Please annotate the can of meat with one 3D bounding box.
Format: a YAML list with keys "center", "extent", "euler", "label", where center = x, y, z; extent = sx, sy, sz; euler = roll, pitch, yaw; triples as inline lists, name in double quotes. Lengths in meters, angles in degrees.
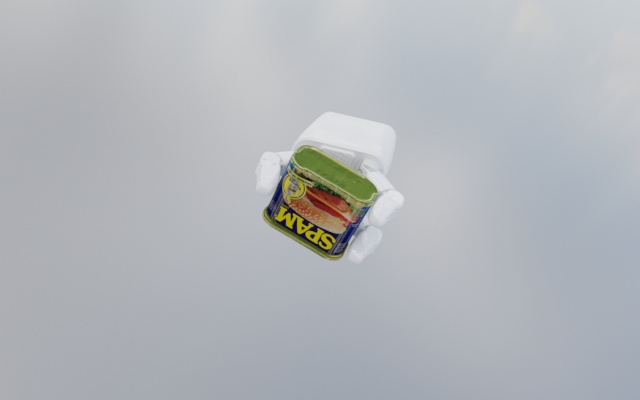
- center: [0.000, 0.001, 0.511]
  extent: [0.102, 0.084, 0.057]
  euler: [31, 33, 3]
  label: "can of meat"
